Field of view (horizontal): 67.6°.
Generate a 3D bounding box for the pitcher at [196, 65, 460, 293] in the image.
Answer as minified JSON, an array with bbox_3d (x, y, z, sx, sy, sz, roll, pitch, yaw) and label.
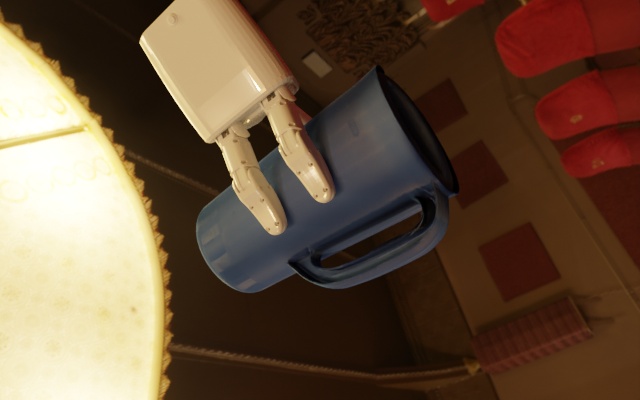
[{"bbox_3d":[0.000,0.001,0.456,0.243,0.145,0.149,-33,8,23],"label":"pitcher"}]
